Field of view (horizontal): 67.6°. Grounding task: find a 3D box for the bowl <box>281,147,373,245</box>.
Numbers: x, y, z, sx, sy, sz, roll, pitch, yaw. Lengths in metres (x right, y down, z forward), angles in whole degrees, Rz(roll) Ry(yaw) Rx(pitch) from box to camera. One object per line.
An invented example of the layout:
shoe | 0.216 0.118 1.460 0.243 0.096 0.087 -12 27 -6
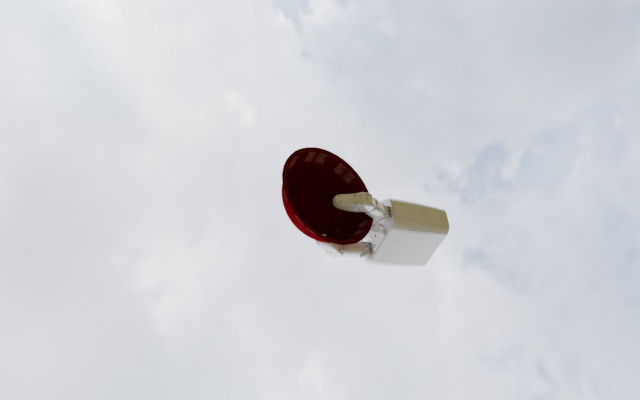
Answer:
bowl | -0.001 0.002 0.710 0.162 0.162 0.055 0 -28 -40
